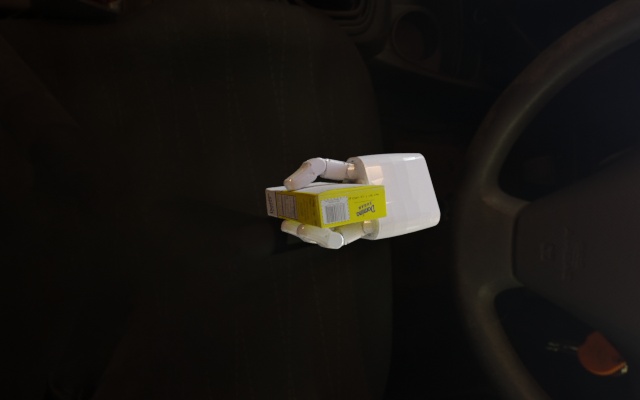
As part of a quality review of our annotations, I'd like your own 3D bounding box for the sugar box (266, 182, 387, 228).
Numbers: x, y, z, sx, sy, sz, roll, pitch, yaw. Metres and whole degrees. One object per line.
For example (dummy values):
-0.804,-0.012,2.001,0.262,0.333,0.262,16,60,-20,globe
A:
0.000,0.003,0.629,0.093,0.048,0.176,-8,4,-25,sugar box
